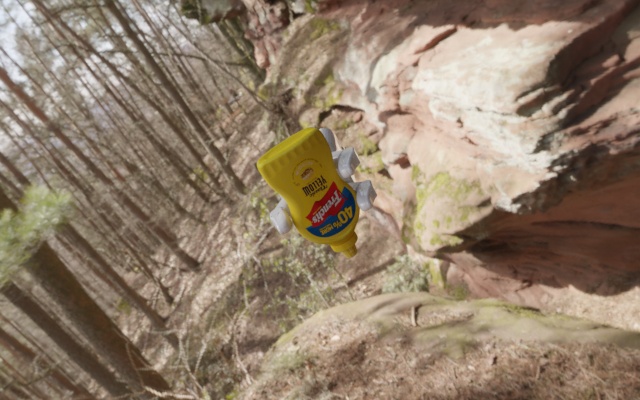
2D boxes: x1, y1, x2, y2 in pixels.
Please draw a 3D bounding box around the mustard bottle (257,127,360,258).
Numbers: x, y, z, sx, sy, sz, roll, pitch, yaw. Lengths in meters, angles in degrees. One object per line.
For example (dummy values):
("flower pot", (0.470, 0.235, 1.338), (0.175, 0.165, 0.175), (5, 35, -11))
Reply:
("mustard bottle", (0.000, 0.002, 0.660), (0.096, 0.192, 0.058), (-35, 23, -10))
